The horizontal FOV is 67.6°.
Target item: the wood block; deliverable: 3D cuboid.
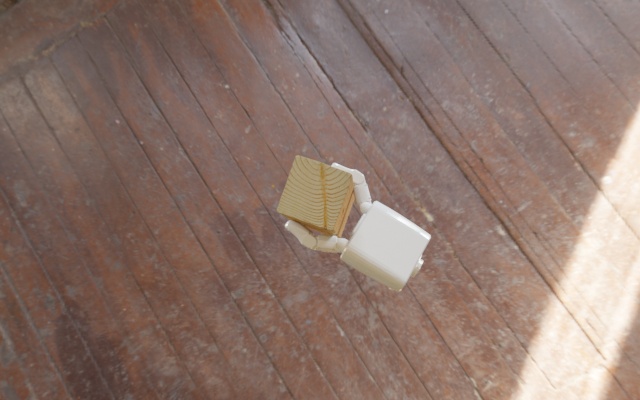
[{"bbox_3d":[0.001,0.002,0.786,0.090,0.091,0.206,19,-6,7],"label":"wood block"}]
